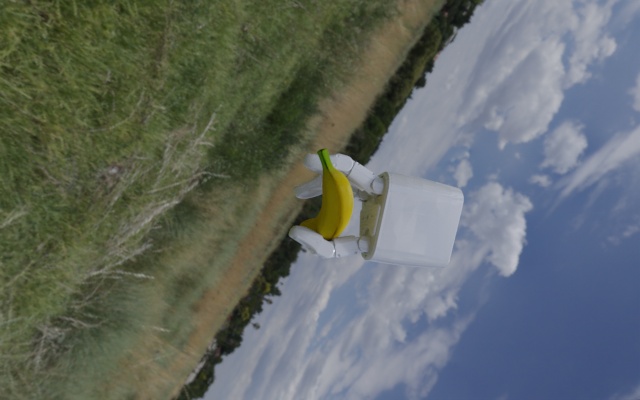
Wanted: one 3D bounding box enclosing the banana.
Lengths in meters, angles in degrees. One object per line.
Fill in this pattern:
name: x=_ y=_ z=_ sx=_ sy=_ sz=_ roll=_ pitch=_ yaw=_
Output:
banana: x=0.007 y=0.016 z=0.599 sx=0.037 sy=0.069 sz=0.198 roll=-13 pitch=-27 yaw=-19
